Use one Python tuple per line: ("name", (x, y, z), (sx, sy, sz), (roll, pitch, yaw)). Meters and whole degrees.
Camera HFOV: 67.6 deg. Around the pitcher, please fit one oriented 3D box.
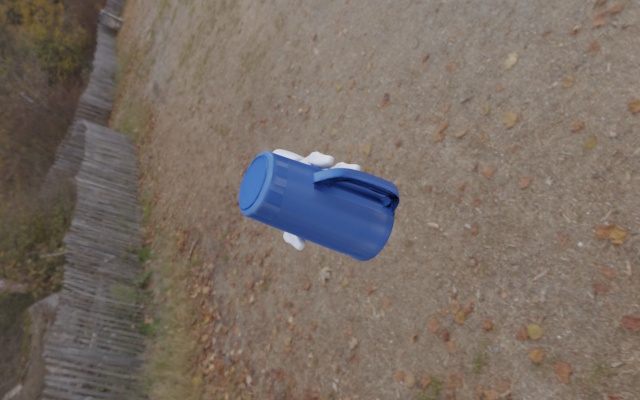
("pitcher", (0.000, 0.003, 0.787), (0.243, 0.149, 0.145), (20, 5, -29))
